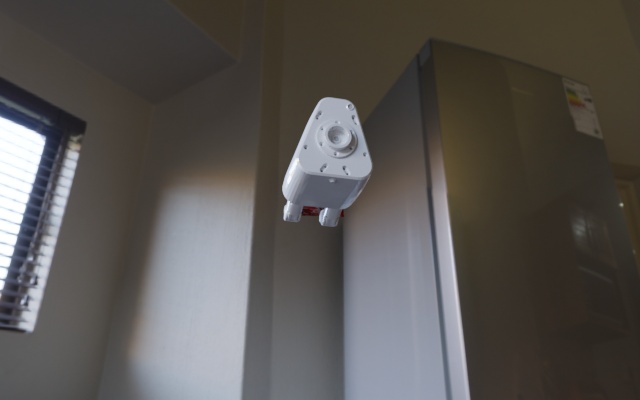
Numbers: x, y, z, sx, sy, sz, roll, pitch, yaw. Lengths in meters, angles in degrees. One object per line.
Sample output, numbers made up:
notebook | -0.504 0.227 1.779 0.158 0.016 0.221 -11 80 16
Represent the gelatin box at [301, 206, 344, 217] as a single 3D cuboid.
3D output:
gelatin box | 0.000 0.002 0.734 0.073 0.030 0.089 1 -15 3
